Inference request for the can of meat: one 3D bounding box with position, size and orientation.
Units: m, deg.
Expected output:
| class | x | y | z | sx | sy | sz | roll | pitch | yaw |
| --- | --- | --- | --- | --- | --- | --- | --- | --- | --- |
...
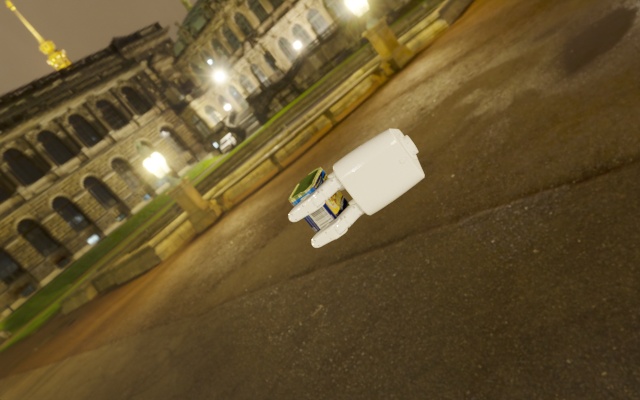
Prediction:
| class | x | y | z | sx | sy | sz | roll | pitch | yaw |
| --- | --- | --- | --- | --- | --- | --- | --- | --- | --- |
| can of meat | 0.000 | 0.002 | 0.783 | 0.057 | 0.084 | 0.102 | -33 | 14 | 22 |
